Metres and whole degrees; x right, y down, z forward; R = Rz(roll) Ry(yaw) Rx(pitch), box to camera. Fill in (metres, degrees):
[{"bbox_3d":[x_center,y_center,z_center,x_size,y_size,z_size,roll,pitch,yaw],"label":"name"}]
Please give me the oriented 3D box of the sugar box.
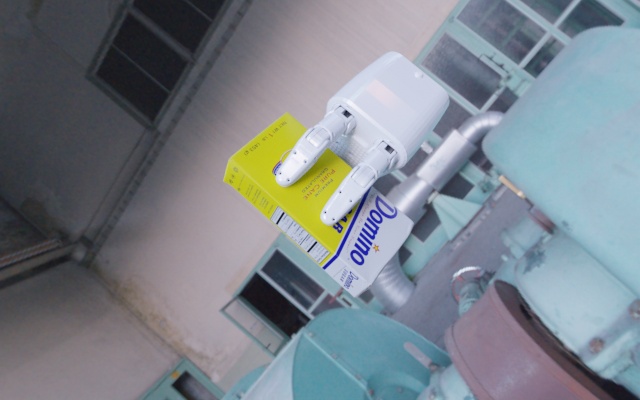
[{"bbox_3d":[0.000,0.001,0.473,0.093,0.176,0.048,-47,-6,-34],"label":"sugar box"}]
